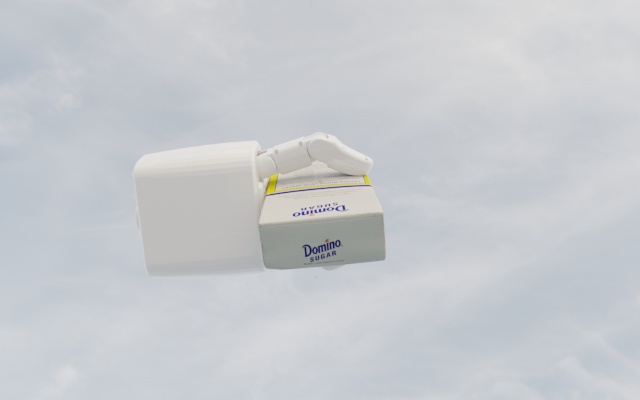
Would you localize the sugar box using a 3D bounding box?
[{"bbox_3d":[0.000,0.002,0.426,0.093,0.048,0.176,-5,22,1],"label":"sugar box"}]
